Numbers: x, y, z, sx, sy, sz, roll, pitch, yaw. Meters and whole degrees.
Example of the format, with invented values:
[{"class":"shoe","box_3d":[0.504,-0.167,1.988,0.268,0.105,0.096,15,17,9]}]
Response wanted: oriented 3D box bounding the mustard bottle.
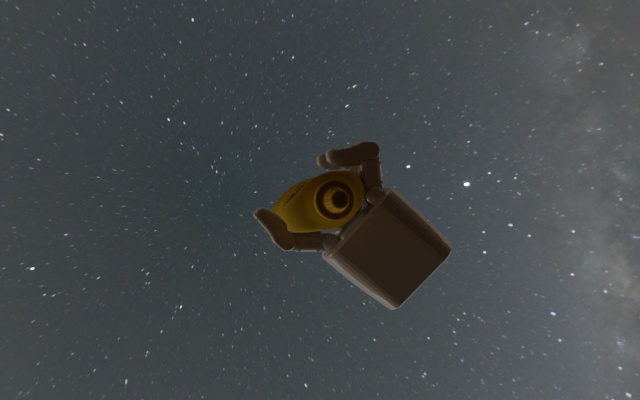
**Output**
[{"class":"mustard bottle","box_3d":[0.000,0.002,0.546,0.096,0.058,0.191,-26,4,-11]}]
